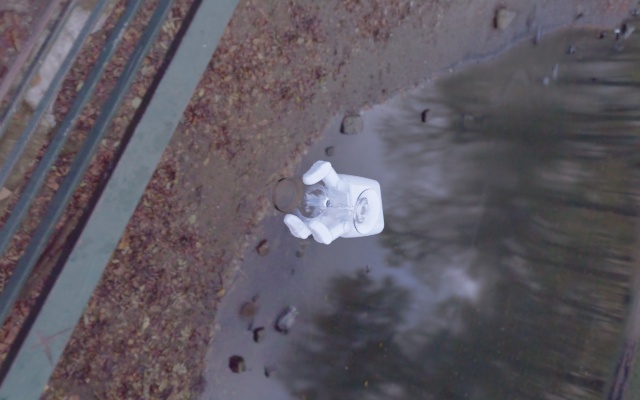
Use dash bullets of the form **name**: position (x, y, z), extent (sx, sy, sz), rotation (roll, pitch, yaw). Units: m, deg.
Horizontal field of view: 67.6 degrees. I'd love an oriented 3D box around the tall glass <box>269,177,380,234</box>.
- **tall glass**: position (0.001, 0.003, 0.826), extent (0.201, 0.079, 0.079), rotation (11, 7, 40)
